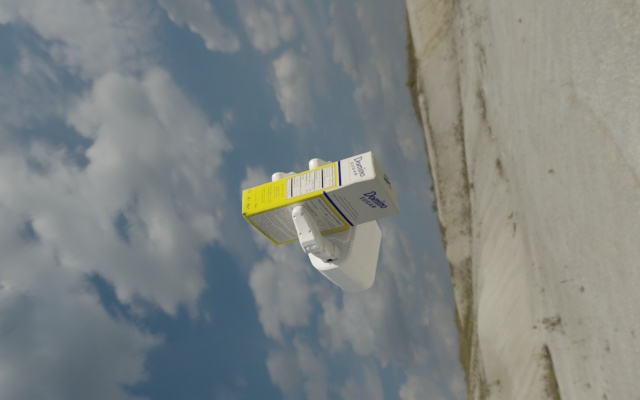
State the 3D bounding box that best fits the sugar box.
[{"bbox_3d":[0.000,0.002,0.598,0.176,0.048,0.093,-17,-35,18],"label":"sugar box"}]
